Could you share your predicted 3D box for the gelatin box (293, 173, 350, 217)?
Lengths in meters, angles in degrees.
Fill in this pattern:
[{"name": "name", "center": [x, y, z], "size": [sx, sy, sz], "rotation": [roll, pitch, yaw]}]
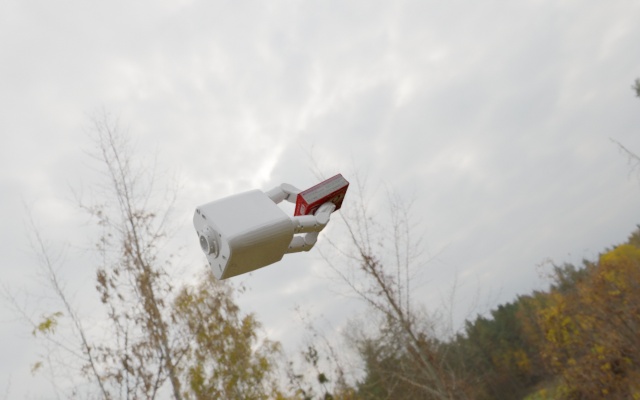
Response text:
[{"name": "gelatin box", "center": [0.000, 0.002, 0.782], "size": [0.089, 0.030, 0.073], "rotation": [-28, -25, -27]}]
